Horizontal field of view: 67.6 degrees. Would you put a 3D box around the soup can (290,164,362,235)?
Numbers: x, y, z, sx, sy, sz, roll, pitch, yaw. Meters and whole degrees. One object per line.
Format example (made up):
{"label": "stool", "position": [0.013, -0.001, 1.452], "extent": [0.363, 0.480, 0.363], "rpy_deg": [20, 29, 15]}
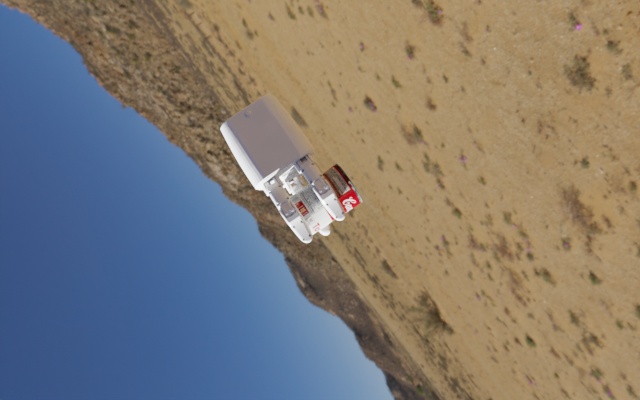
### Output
{"label": "soup can", "position": [0.000, 0.003, 0.695], "extent": [0.102, 0.068, 0.068], "rpy_deg": [-34, 1, -2]}
